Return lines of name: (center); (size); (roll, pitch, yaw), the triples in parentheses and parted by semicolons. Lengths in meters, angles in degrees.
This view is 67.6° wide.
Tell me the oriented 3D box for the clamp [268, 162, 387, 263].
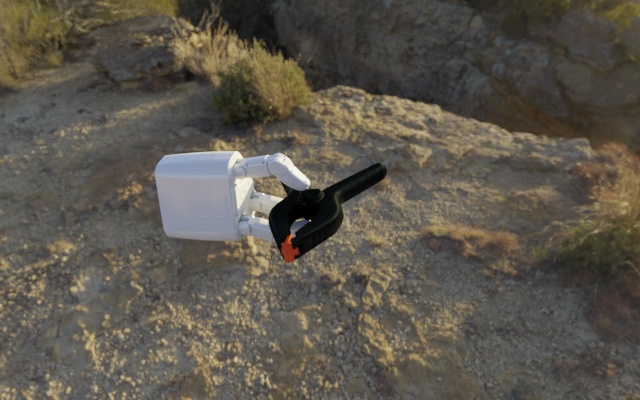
clamp: (0.000, 0.002, 0.619); (0.164, 0.036, 0.209); (-2, 33, 12)
